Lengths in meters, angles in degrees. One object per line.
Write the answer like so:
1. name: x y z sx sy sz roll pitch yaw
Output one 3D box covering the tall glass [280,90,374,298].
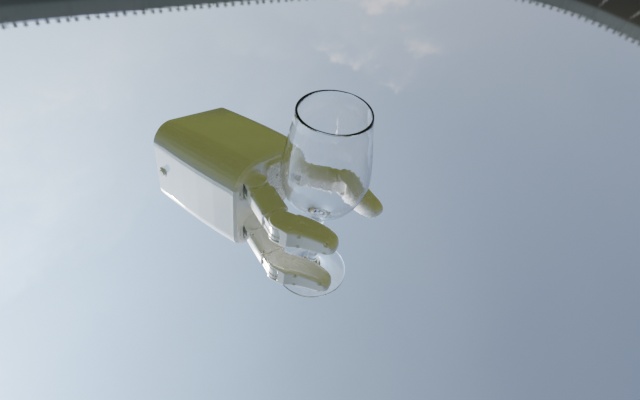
1. tall glass: 0.000 0.002 0.436 0.079 0.079 0.201 0 -44 -9
